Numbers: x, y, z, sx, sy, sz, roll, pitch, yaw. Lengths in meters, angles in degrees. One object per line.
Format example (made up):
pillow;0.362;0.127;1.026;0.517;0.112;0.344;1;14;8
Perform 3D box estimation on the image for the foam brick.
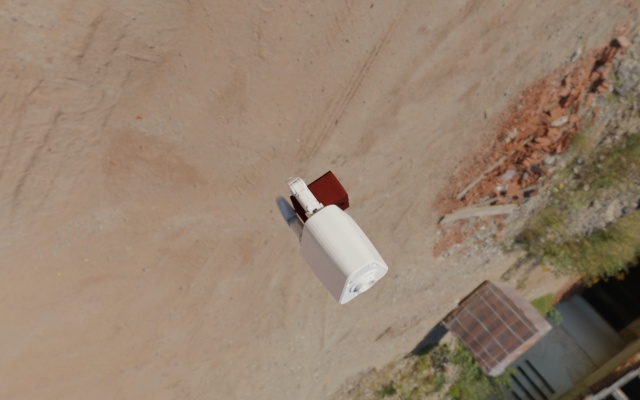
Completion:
foam brick;0.000;0.002;0.747;0.078;0.051;0.053;-34;-24;-9
